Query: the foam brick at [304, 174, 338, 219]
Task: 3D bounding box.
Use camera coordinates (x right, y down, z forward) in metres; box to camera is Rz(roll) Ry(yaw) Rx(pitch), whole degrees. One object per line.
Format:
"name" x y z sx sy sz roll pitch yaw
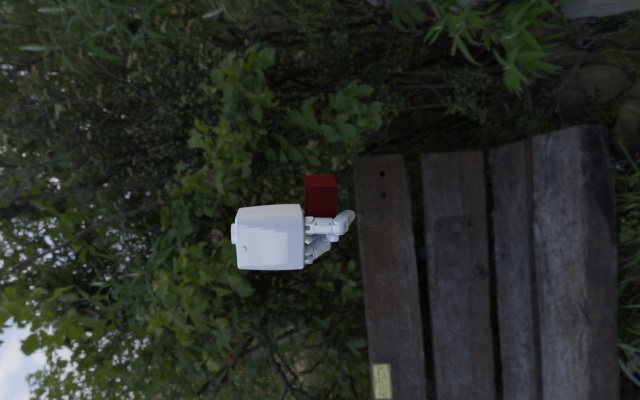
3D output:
"foam brick" 0.000 0.002 0.771 0.051 0.078 0.053 0 26 -3
